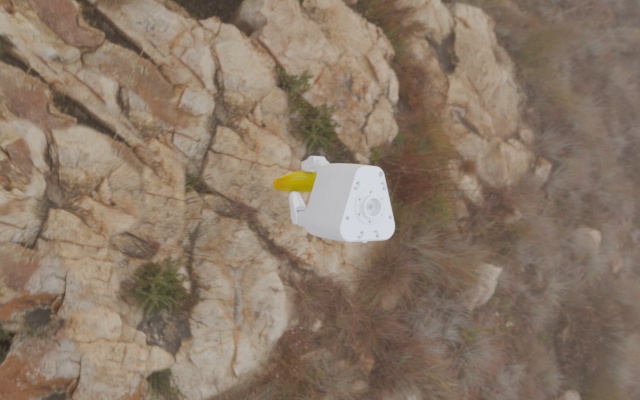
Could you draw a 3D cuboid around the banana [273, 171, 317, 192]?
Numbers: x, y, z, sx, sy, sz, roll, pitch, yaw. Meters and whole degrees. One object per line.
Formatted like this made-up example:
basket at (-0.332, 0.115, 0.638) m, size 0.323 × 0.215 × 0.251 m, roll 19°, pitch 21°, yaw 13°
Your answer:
banana at (0.011, -0.013, 0.842) m, size 0.198 × 0.069 × 0.037 m, roll 28°, pitch -6°, yaw -29°
